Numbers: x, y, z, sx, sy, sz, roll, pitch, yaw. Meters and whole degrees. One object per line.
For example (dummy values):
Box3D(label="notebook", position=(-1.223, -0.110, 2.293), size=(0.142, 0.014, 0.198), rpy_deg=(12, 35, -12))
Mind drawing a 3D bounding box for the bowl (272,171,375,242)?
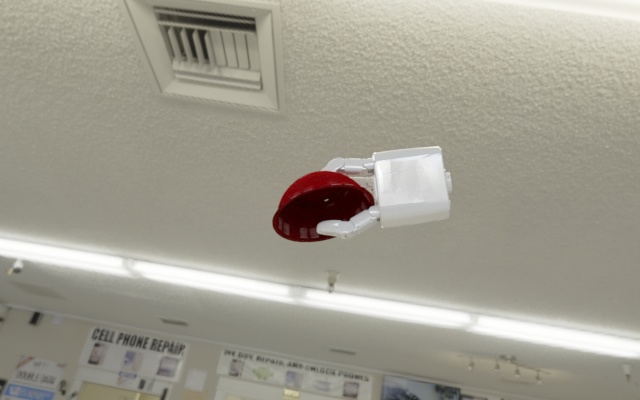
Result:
Box3D(label="bowl", position=(-0.001, 0.002, 0.746), size=(0.162, 0.055, 0.162), rpy_deg=(-11, -32, -7))
